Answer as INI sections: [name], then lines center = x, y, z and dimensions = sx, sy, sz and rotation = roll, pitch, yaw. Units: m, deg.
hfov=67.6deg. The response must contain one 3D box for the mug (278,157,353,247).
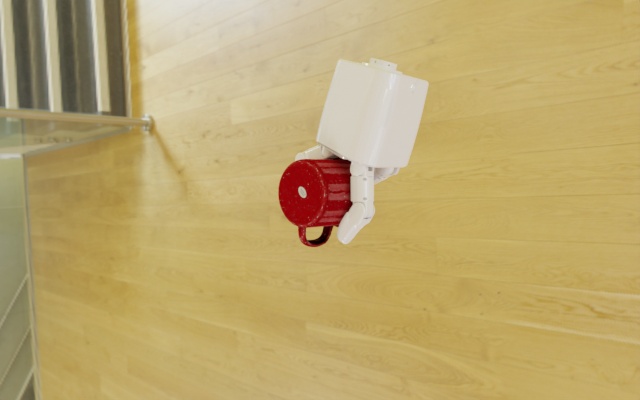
[mug]
center = 0.000, 0.003, 0.589
dimensions = 0.093, 0.117, 0.081
rotation = 26, 19, 39
